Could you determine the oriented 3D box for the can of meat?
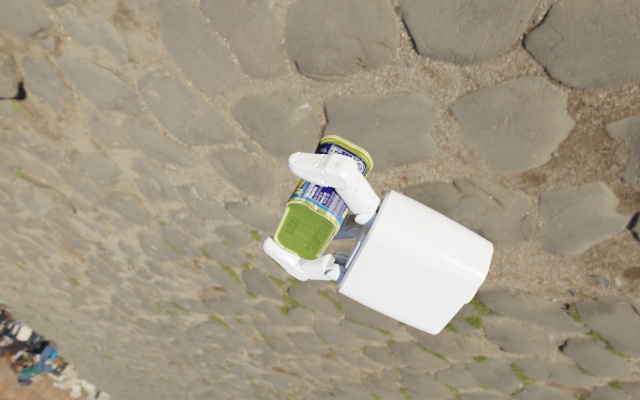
[{"bbox_3d":[0.000,0.002,0.465,0.057,0.084,0.102,28,-33,0],"label":"can of meat"}]
